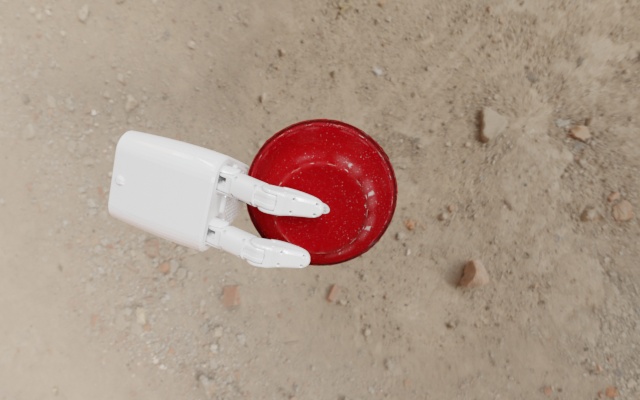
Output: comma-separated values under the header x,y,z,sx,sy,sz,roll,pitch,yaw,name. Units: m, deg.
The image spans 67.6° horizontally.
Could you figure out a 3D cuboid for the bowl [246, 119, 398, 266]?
x,y,z,sx,sy,sz,roll,pitch,yaw,name
0.001,0.002,0.482,0.162,0.162,0.055,0,16,1,bowl
